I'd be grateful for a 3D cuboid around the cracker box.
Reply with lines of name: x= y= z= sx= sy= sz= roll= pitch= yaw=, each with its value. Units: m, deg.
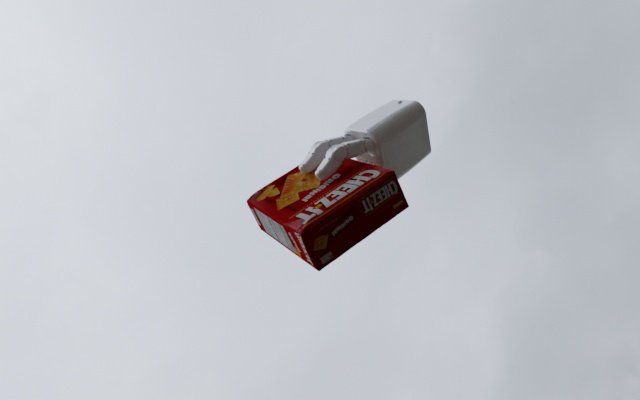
cracker box: x=0.000 y=0.002 z=0.726 sx=0.164 sy=0.072 sz=0.213 roll=-34 pitch=25 yaw=-17
